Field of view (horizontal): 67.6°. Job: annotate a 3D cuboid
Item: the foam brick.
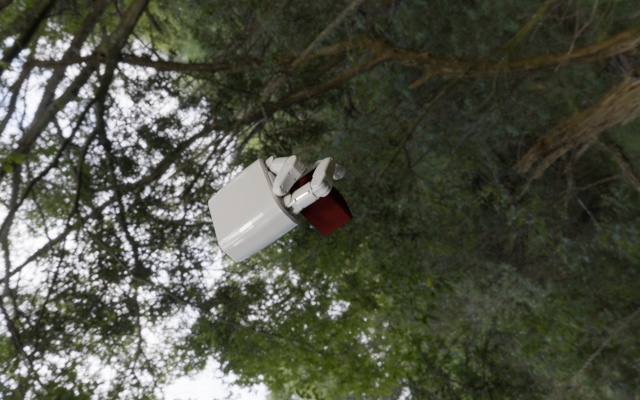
[{"bbox_3d":[0.000,0.002,0.690,0.051,0.078,0.053,-36,32,11],"label":"foam brick"}]
